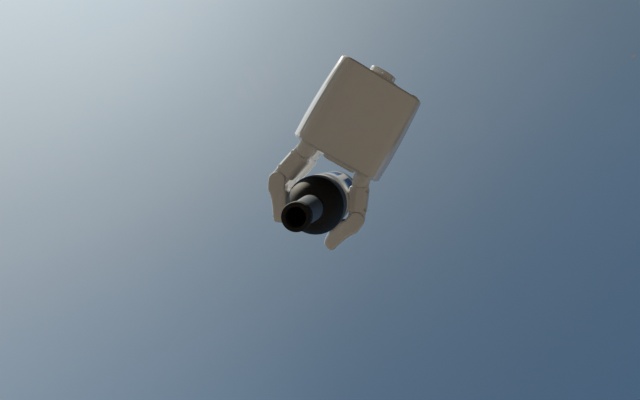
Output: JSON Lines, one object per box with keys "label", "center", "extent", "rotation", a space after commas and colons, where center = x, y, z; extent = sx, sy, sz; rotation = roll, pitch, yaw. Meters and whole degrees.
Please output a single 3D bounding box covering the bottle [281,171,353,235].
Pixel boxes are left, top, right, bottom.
{"label": "bottle", "center": [0.000, 0.002, 0.569], "extent": [0.069, 0.069, 0.295], "rotation": [0, 5, 9]}
